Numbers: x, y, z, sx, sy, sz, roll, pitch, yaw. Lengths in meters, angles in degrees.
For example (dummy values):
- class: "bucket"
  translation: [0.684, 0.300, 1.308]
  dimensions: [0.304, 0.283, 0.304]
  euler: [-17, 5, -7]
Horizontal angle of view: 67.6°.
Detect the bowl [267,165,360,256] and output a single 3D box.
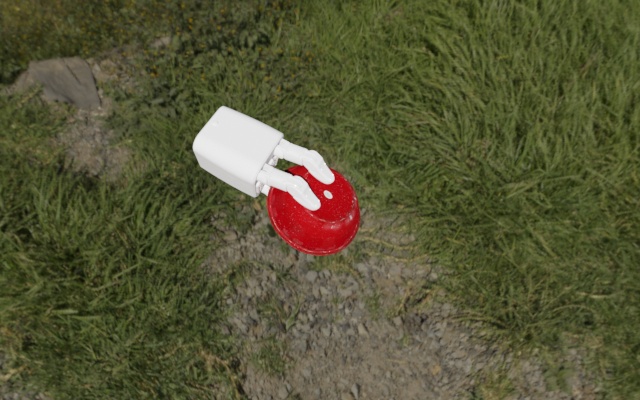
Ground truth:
- class: "bowl"
  translation: [0.002, 0.003, 0.755]
  dimensions: [0.162, 0.162, 0.055]
  euler: [0, -24, -24]
